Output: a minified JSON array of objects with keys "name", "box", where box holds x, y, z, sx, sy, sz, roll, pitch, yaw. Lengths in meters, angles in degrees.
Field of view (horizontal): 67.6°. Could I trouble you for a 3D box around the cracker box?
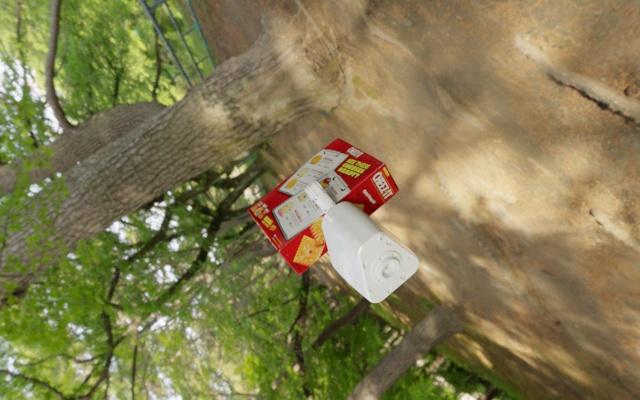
[{"name":"cracker box","box":[0.000,0.003,0.808,0.213,0.072,0.164,-39,33,-7]}]
